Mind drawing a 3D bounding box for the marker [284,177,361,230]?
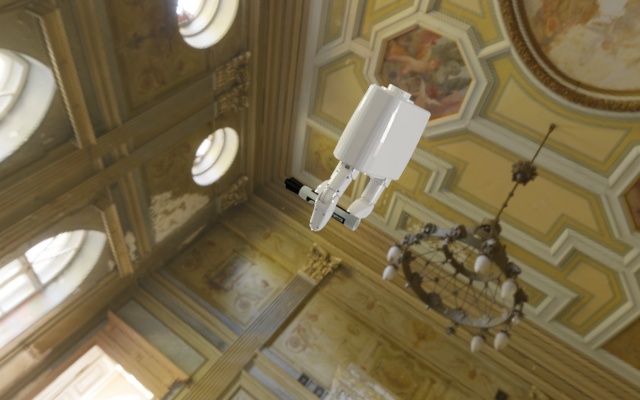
[{"bbox_3d":[0.000,0.002,0.658,0.121,0.020,0.020,32,11,18],"label":"marker"}]
